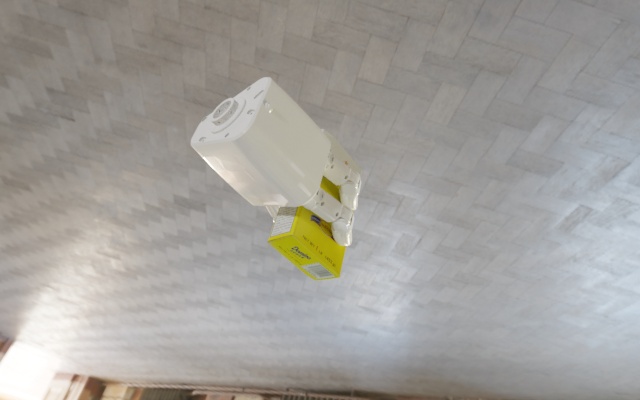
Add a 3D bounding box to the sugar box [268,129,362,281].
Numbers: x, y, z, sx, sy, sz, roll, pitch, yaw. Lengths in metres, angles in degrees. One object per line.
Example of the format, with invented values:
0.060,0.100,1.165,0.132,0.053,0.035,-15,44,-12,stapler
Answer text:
0.000,0.002,0.597,0.048,0.176,0.093,-15,-46,36,sugar box
